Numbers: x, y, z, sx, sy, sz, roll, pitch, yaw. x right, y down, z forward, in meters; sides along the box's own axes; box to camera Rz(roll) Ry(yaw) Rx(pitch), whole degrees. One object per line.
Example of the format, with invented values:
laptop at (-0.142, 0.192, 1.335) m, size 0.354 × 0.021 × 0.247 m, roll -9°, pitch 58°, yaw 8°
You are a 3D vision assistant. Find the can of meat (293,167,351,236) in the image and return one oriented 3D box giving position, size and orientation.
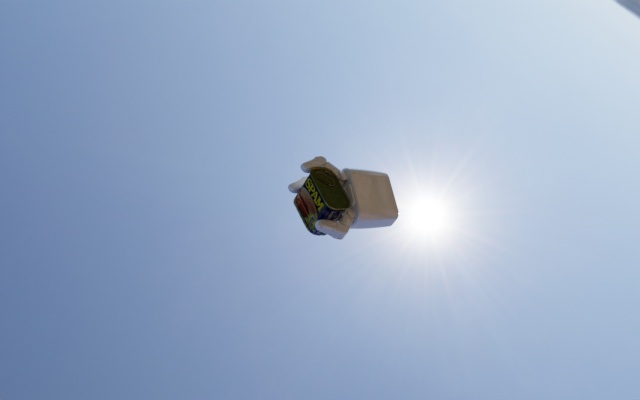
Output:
can of meat at (0.000, 0.003, 0.886) m, size 0.057 × 0.102 × 0.084 m, roll -2°, pitch -39°, yaw -36°
